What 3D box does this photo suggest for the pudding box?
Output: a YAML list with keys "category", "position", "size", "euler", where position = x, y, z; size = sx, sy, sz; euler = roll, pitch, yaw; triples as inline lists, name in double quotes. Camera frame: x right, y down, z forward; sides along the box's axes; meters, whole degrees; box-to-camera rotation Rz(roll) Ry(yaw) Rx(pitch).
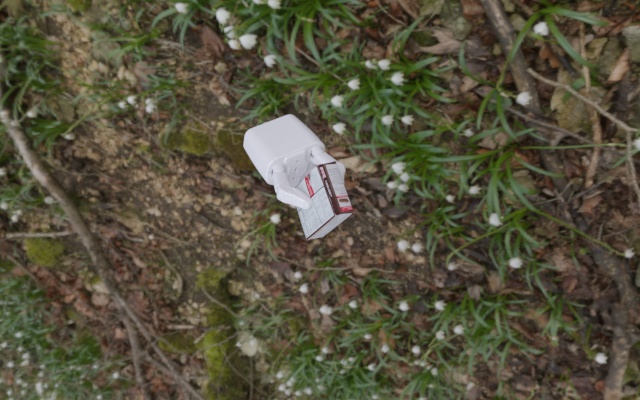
- category: "pudding box"
  position: [0.000, 0.002, 0.766]
  size: [0.039, 0.090, 0.113]
  euler: [-11, -18, -29]
